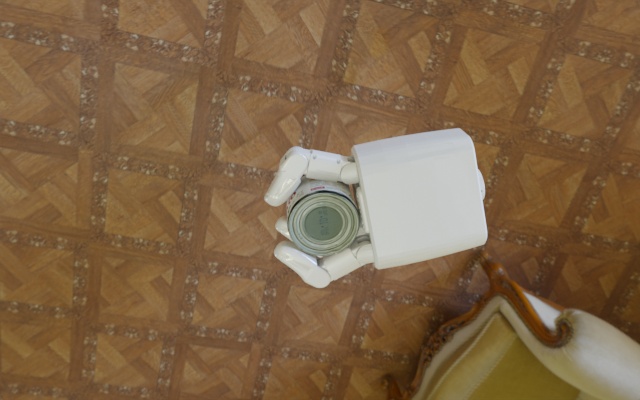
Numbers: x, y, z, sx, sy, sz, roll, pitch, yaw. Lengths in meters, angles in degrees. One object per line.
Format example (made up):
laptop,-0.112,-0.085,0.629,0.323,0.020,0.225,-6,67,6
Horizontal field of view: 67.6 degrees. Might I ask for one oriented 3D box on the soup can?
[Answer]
soup can,0.000,0.002,0.472,0.068,0.068,0.102,0,25,-4
